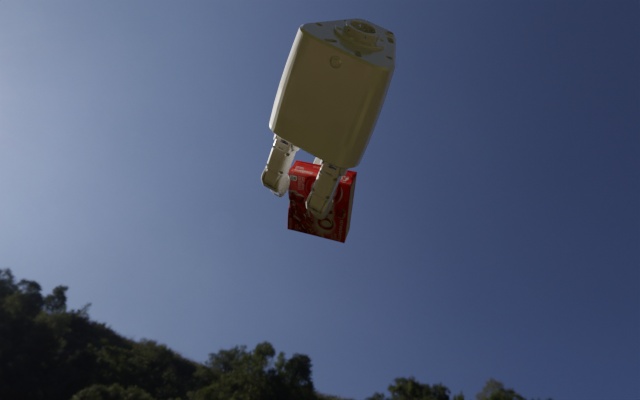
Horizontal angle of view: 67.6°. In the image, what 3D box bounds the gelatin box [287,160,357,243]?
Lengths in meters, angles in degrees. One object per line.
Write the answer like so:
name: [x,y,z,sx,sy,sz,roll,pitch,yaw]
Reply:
gelatin box: [0.000,0.002,0.557,0.073,0.089,0.030,13,39,11]
